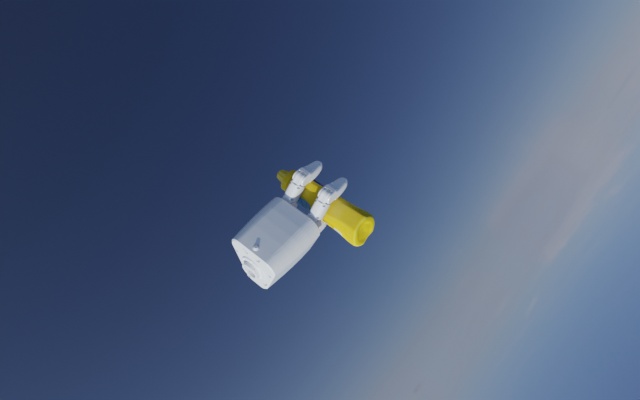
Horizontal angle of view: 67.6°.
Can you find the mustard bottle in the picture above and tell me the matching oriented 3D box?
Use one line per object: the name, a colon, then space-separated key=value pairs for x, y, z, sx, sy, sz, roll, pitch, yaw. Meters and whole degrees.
mustard bottle: x=0.001 y=0.003 z=0.822 sx=0.191 sy=0.058 sz=0.096 roll=34 pitch=-5 yaw=21
